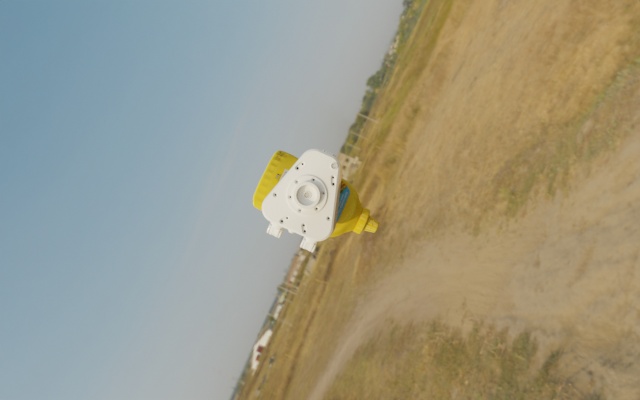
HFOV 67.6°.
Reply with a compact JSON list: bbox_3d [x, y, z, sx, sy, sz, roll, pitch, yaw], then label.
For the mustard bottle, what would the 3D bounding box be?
[{"bbox_3d":[0.000,0.002,0.735,0.191,0.096,0.058,24,-21,0],"label":"mustard bottle"}]
